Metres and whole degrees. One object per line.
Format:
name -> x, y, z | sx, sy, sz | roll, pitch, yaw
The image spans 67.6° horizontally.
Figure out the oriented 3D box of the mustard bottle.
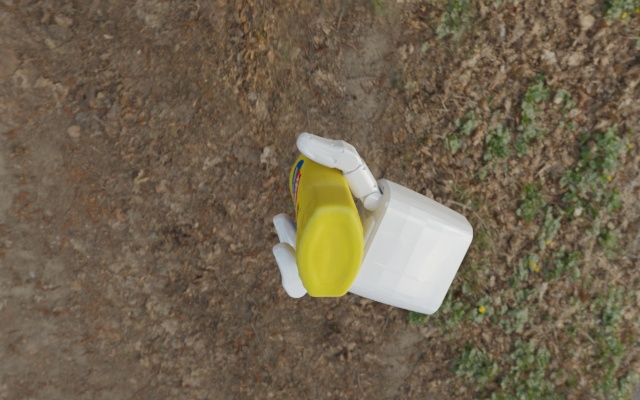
mustard bottle -> 0.000, 0.002, 0.481 | 0.058, 0.096, 0.191 | -1, 29, -5
